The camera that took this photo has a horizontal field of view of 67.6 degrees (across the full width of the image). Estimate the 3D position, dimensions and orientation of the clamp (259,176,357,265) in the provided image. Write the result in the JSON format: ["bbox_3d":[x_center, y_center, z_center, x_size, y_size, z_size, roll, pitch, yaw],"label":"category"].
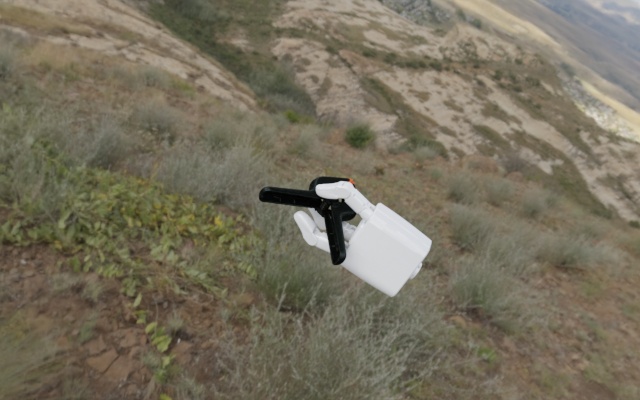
[{"bbox_3d":[0.001,0.002,0.788,0.164,0.036,0.210,38,32,0],"label":"clamp"}]
